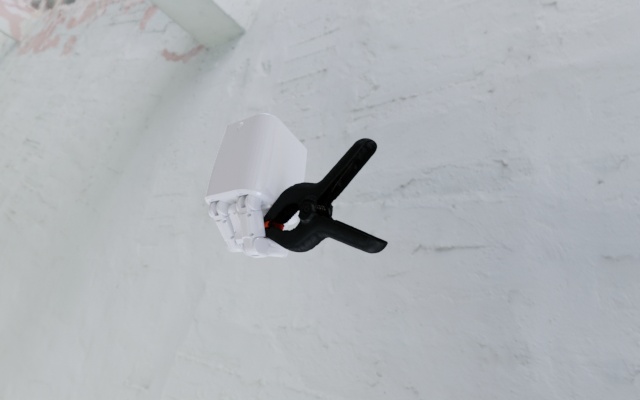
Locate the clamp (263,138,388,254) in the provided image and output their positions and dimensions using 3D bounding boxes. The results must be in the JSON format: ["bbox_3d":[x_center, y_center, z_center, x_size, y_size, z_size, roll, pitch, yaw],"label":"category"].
[{"bbox_3d":[0.000,0.002,0.520,0.171,0.120,0.039,-8,-25,38],"label":"clamp"}]
